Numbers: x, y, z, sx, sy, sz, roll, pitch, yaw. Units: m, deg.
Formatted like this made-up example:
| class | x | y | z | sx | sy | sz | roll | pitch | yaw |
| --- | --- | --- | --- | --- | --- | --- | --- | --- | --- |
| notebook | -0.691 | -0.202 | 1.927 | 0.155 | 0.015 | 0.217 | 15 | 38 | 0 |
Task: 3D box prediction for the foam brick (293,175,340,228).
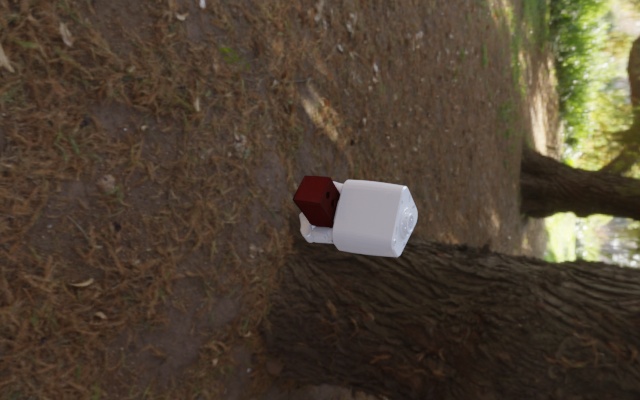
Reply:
| class | x | y | z | sx | sy | sz | roll | pitch | yaw |
| --- | --- | --- | --- | --- | --- | --- | --- | --- | --- |
| foam brick | 0.000 | 0.002 | 0.785 | 0.051 | 0.053 | 0.078 | 6 | -32 | 31 |
